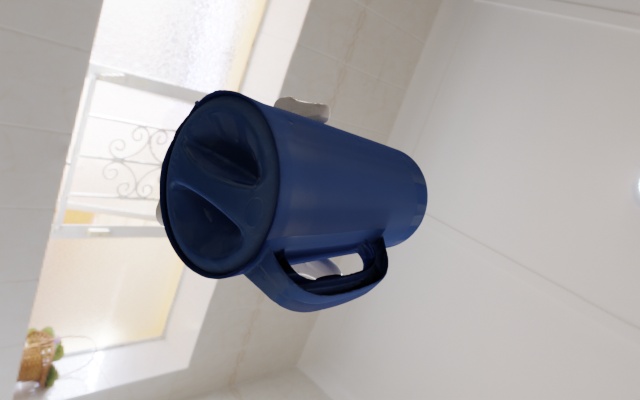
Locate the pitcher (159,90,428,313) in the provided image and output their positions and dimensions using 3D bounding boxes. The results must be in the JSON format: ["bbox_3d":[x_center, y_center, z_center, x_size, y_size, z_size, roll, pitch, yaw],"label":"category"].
[{"bbox_3d":[0.000,0.001,0.421,0.145,0.149,0.243,5,1,40],"label":"pitcher"}]
